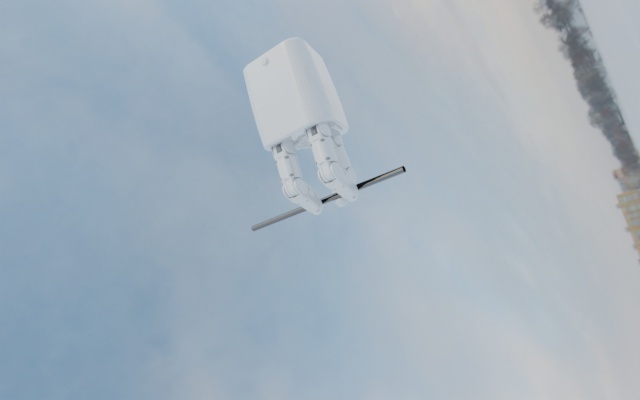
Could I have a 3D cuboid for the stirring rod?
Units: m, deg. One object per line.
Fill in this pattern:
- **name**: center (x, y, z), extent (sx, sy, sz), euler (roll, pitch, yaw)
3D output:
- **stirring rod**: center (0.000, 0.002, 0.601), extent (0.239, 0.011, 0.011), euler (-22, -12, 33)
